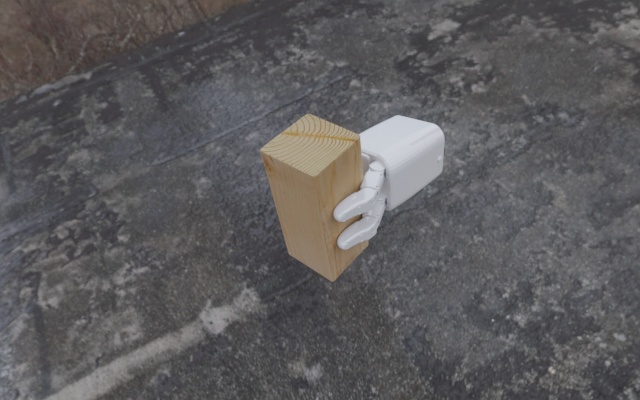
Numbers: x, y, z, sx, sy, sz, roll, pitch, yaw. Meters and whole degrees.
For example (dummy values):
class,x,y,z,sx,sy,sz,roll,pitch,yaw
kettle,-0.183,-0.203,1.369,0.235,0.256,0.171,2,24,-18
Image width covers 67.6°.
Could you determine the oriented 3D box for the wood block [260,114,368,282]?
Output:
class,x,y,z,sx,sy,sz,roll,pitch,yaw
wood block,0.000,0.002,0.644,0.090,0.206,0.090,29,57,32
